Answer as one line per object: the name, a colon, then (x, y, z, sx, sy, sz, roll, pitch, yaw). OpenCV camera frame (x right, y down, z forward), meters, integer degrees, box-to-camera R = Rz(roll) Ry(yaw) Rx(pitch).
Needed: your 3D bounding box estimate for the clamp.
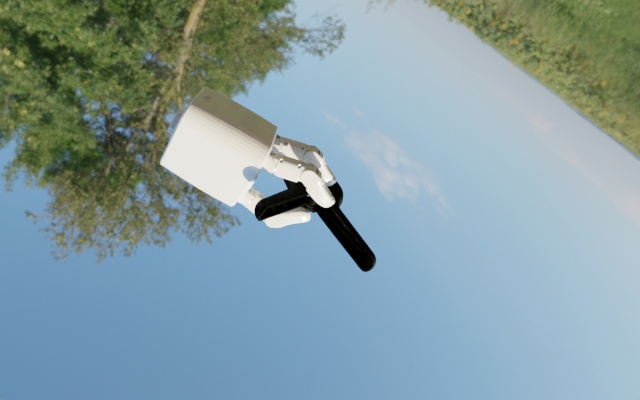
clamp: (-0.001, 0.002, 0.633, 0.164, 0.036, 0.209, 32, 26, -14)
